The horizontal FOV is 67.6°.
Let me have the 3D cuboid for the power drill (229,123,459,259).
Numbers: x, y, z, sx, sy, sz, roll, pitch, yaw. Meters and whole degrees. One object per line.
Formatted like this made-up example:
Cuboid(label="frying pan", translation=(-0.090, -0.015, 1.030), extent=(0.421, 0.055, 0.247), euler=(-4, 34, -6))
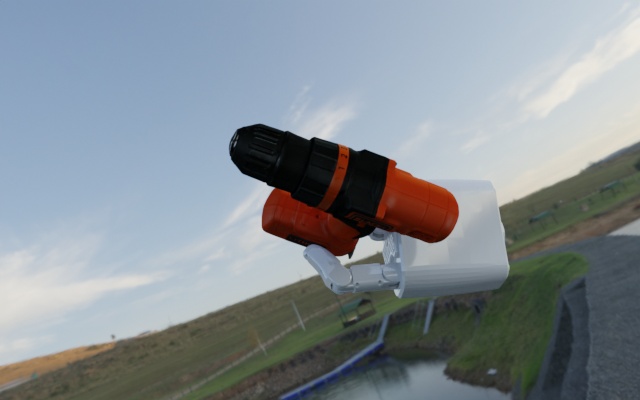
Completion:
Cuboid(label="power drill", translation=(0.000, 0.002, 0.427), extent=(0.184, 0.057, 0.188), euler=(21, -15, -12))
